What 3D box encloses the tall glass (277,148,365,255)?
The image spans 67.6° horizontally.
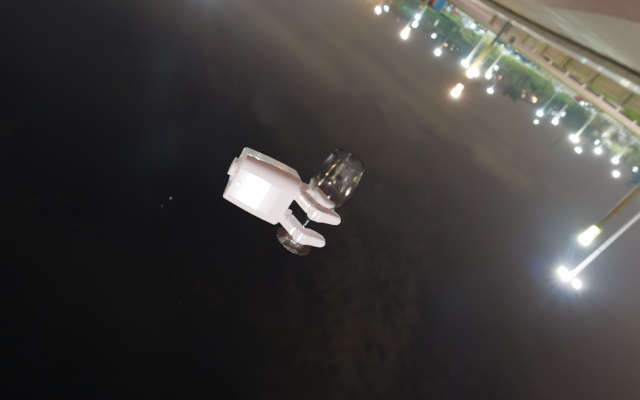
[{"bbox_3d":[0.000,0.003,0.864,0.079,0.201,0.079,28,26,-15],"label":"tall glass"}]
